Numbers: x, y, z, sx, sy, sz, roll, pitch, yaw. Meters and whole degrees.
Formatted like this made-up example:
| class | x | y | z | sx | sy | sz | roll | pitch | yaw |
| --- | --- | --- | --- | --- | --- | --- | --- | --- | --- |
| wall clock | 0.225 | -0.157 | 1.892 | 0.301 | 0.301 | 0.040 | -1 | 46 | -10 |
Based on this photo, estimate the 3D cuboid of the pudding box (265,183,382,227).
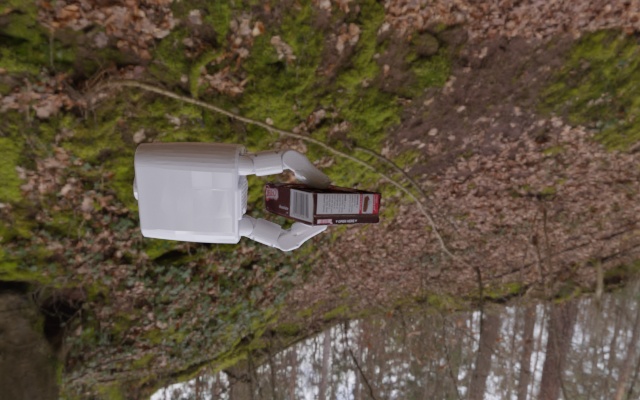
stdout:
| class | x | y | z | sx | sy | sz | roll | pitch | yaw |
| --- | --- | --- | --- | --- | --- | --- | --- | --- | --- |
| pudding box | 0.000 | 0.002 | 0.545 | 0.090 | 0.039 | 0.113 | -1 | 9 | -32 |
